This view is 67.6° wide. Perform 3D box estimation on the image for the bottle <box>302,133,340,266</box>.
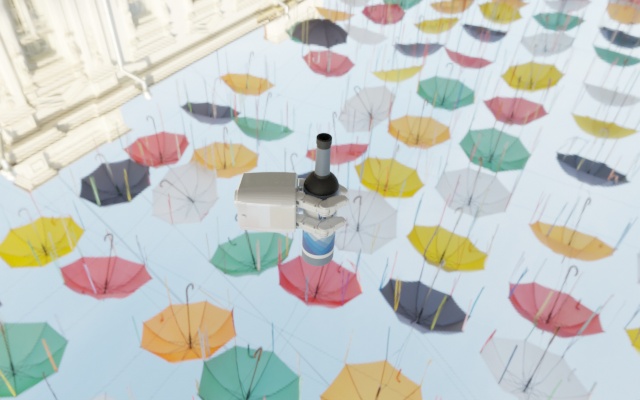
[{"bbox_3d":[0.000,0.003,0.897,0.069,0.296,0.069,2,42,-2],"label":"bottle"}]
